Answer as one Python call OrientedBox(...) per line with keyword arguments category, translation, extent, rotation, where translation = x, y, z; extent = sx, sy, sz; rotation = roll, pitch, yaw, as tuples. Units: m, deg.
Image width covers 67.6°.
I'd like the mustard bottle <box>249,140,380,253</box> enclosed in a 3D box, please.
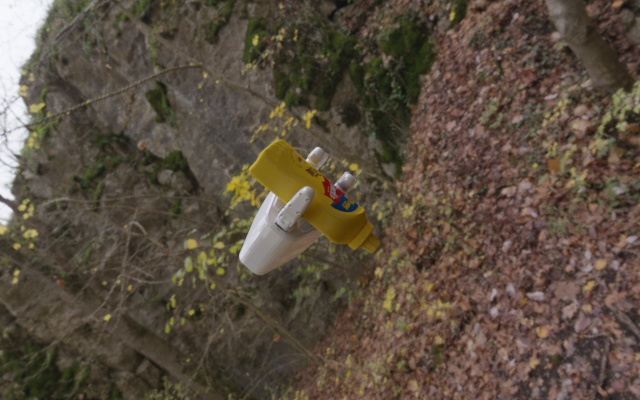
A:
OrientedBox(category="mustard bottle", translation=(0.000, 0.002, 0.627), extent=(0.191, 0.058, 0.096), rotation=(41, 16, 0))
